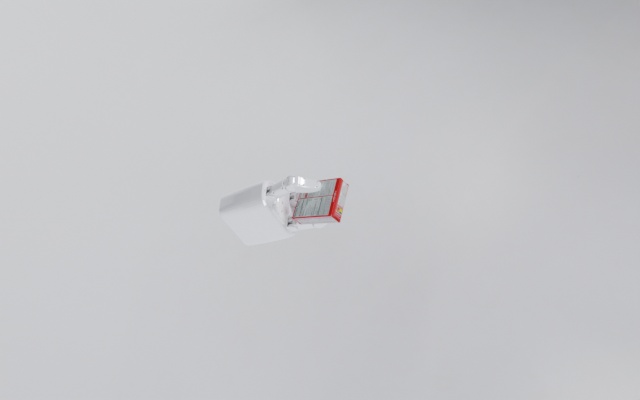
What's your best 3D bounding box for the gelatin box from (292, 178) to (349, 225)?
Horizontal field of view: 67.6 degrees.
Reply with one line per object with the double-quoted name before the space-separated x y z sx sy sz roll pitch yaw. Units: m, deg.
"gelatin box" 0.000 0.002 0.824 0.089 0.073 0.030 -6 -32 38
